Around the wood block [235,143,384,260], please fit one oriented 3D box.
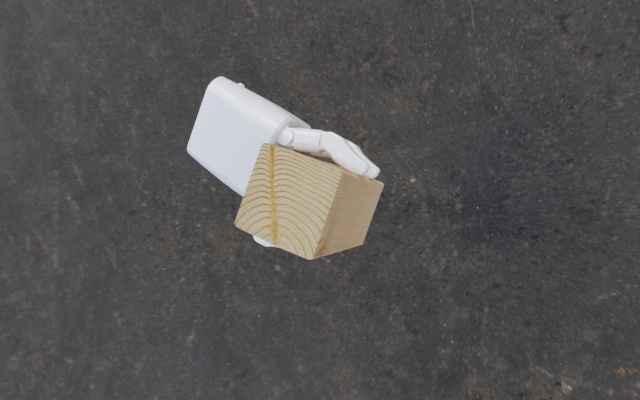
[{"bbox_3d":[0.000,0.002,0.549,0.090,0.091,0.206,22,6,17],"label":"wood block"}]
